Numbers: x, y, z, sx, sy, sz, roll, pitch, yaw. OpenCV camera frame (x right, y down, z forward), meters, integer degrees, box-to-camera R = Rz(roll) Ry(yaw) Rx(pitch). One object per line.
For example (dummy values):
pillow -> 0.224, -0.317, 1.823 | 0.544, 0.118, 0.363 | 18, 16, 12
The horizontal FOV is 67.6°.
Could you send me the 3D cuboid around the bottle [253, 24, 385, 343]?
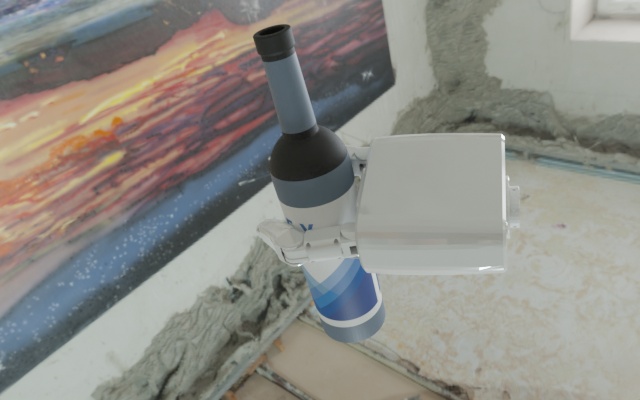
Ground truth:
bottle -> 0.000, 0.002, 0.409 | 0.069, 0.296, 0.069 | -11, 34, 7
